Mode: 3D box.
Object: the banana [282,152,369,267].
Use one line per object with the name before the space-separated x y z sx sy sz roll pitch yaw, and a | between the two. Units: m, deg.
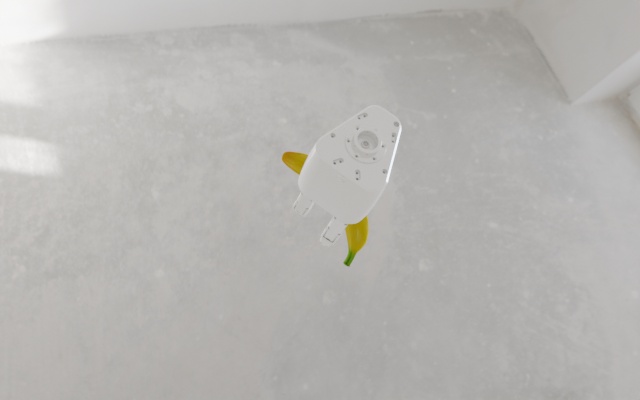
banana | 0.018 -0.004 0.712 0.069 0.197 0.037 -29 -11 -13
